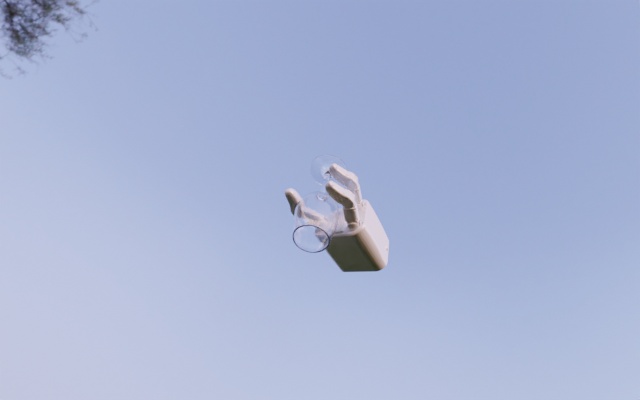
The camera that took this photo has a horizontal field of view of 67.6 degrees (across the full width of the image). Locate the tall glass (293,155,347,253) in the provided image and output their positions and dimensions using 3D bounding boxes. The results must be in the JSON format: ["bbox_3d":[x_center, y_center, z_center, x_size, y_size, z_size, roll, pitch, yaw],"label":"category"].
[{"bbox_3d":[0.000,0.002,0.853,0.079,0.079,0.201,0,37,12],"label":"tall glass"}]
